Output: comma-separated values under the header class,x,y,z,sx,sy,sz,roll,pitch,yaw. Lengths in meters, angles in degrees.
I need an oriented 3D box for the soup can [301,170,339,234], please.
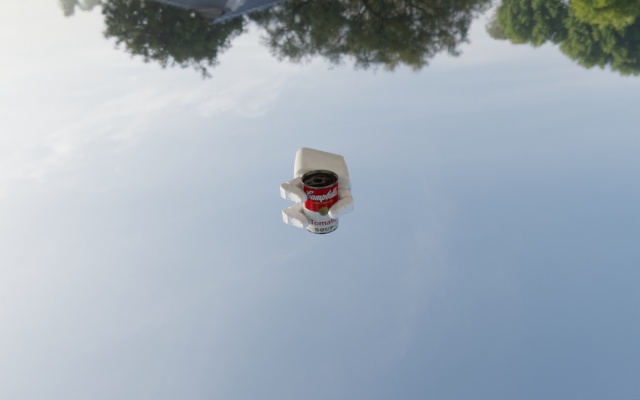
class,x,y,z,sx,sy,sz,roll,pitch,yaw
soup can,0.000,0.003,0.886,0.068,0.102,0.068,-2,31,1
